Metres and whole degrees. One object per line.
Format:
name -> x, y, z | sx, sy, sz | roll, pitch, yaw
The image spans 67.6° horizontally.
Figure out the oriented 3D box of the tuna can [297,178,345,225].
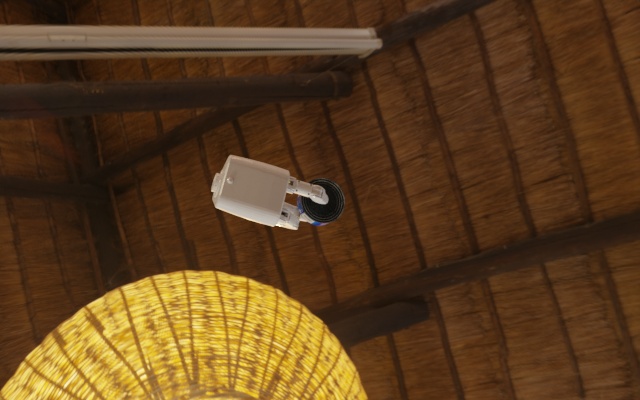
tuna can -> 0.000, 0.003, 0.889 | 0.086, 0.086, 0.034 | 0, -11, -19
